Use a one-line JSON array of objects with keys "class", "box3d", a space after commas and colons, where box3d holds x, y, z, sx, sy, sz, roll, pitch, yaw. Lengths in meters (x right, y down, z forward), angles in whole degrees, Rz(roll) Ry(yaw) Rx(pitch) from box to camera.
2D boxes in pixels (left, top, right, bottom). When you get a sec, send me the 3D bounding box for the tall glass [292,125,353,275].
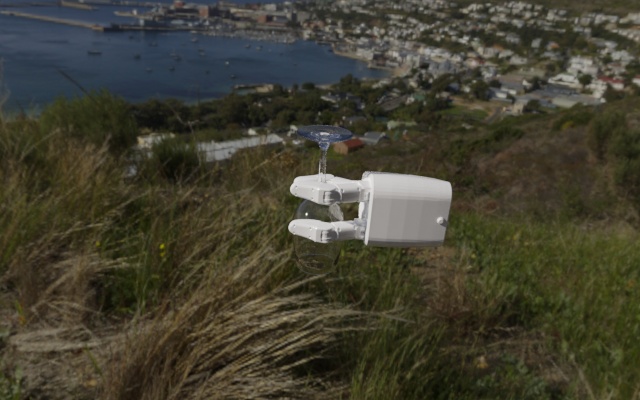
[{"class": "tall glass", "box3d": [0.000, 0.002, 0.665, 0.079, 0.201, 0.079, 3, 24, -2]}]
